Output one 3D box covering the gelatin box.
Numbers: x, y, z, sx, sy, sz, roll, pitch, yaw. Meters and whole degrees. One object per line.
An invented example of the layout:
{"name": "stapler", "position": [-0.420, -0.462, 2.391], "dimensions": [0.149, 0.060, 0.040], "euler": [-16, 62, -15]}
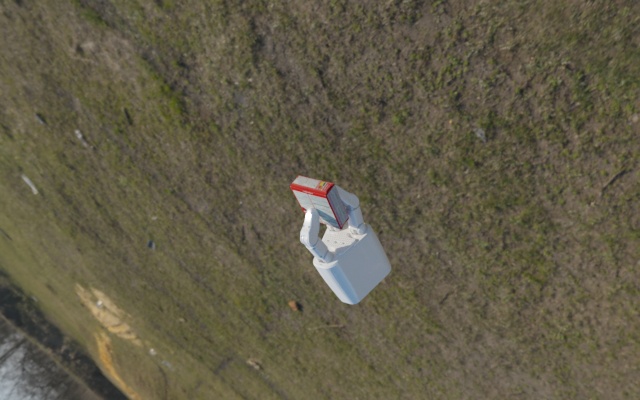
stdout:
{"name": "gelatin box", "position": [0.000, 0.003, 0.782], "dimensions": [0.073, 0.030, 0.089], "euler": [16, -32, 35]}
